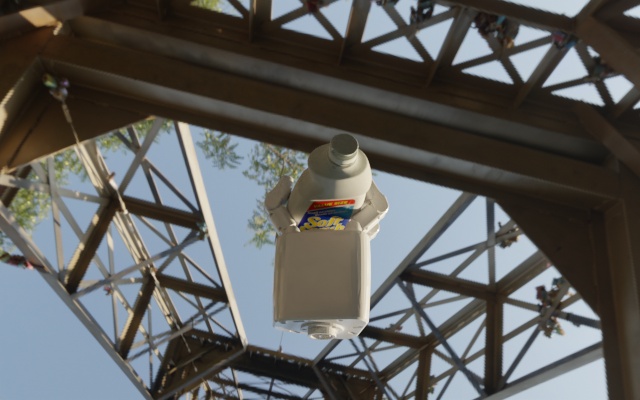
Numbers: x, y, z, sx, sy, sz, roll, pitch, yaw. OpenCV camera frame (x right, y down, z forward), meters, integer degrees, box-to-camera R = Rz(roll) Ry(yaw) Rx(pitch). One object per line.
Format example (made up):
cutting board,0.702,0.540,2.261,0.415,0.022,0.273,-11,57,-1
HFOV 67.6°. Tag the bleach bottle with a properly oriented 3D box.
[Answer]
bleach bottle,0.000,0.002,0.602,0.102,0.068,0.251,6,-30,-5
